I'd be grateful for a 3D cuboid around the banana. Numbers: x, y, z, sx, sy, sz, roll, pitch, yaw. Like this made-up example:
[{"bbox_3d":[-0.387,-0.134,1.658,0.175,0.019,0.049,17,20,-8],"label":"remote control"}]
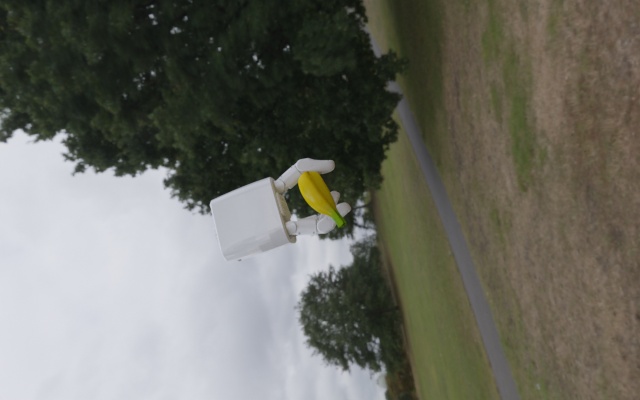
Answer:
[{"bbox_3d":[-0.008,-0.013,0.712,0.037,0.070,0.197,-27,17,0],"label":"banana"}]
